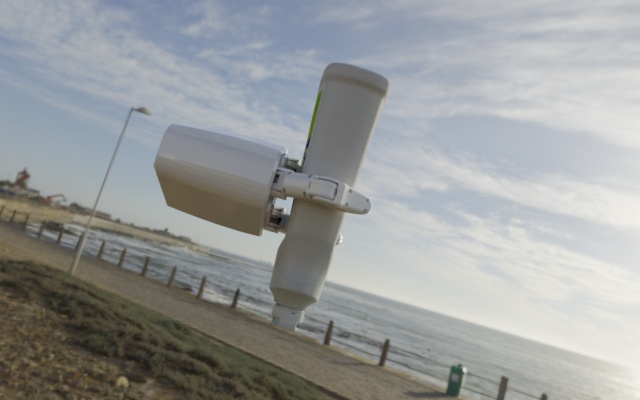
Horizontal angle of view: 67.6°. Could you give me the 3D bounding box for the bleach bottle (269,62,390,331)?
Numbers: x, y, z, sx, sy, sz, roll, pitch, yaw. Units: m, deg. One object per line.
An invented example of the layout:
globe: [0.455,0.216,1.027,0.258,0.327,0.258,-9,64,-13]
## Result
bleach bottle: [0.000,0.002,0.471,0.068,0.251,0.102,16,-9,-2]
